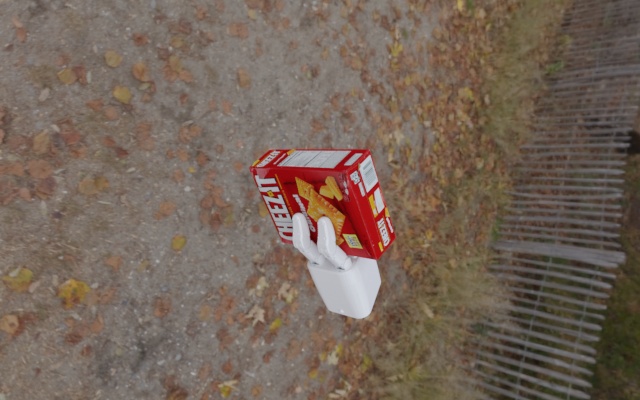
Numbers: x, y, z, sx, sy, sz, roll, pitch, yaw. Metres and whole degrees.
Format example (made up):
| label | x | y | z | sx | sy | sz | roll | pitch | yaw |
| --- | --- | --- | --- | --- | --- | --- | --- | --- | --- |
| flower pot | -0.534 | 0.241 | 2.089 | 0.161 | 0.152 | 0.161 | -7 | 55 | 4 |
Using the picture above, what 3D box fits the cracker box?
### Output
| label | x | y | z | sx | sy | sz | roll | pitch | yaw |
| --- | --- | --- | --- | --- | --- | --- | --- | --- | --- |
| cracker box | 0.000 | 0.002 | 0.781 | 0.213 | 0.164 | 0.072 | 5 | 36 | 40 |
